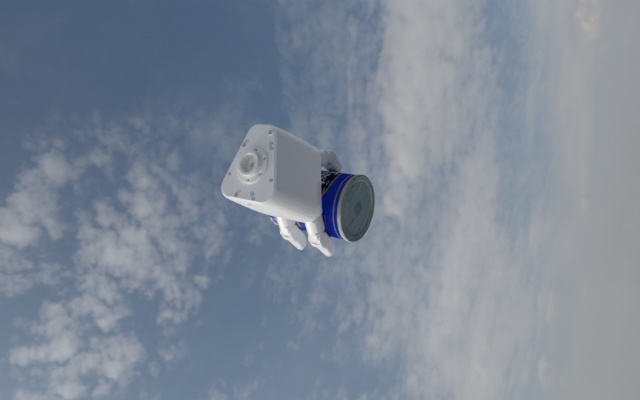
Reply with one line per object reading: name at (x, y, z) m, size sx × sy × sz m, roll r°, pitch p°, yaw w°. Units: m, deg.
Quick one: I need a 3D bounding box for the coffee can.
coffee can at (0.000, 0.002, 0.753) m, size 0.140 × 0.103 × 0.103 m, roll 10°, pitch 5°, yaw 33°
